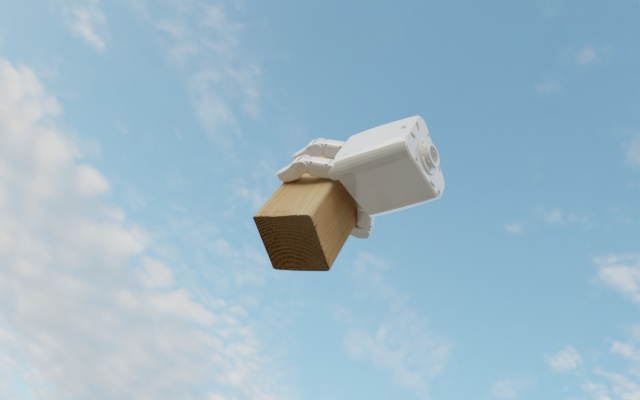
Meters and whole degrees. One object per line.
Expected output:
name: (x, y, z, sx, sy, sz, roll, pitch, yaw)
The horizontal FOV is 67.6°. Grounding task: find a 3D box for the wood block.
wood block: (0.001, 0.002, 0.693, 0.090, 0.091, 0.206, -3, 30, 28)
